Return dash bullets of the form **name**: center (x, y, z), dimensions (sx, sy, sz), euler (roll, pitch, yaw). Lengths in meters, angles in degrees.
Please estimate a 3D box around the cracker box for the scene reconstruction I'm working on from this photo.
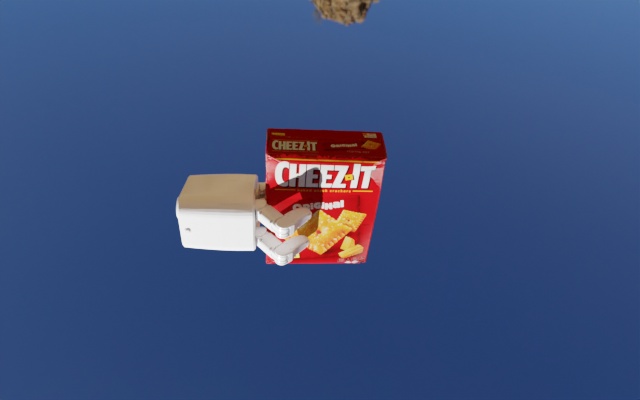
- **cracker box**: center (0.000, 0.002, 0.712), dimensions (0.164, 0.214, 0.072), euler (1, 41, -6)
